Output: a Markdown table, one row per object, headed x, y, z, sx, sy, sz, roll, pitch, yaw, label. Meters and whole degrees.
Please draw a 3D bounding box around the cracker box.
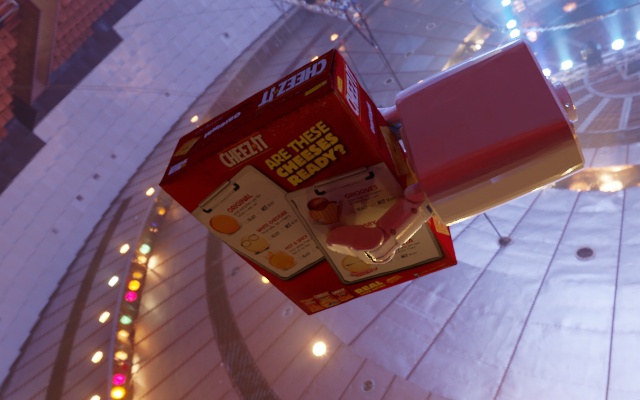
| x | y | z | sx | sy | sz | roll | pitch | yaw | label |
| --- | --- | --- | --- | --- | --- | --- | --- | --- | --- |
| 0.000 | 0.002 | 0.420 | 0.164 | 0.072 | 0.214 | -24 | -52 | 23 | cracker box |
